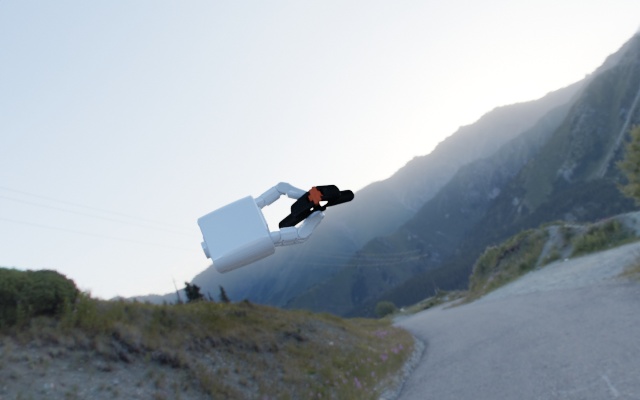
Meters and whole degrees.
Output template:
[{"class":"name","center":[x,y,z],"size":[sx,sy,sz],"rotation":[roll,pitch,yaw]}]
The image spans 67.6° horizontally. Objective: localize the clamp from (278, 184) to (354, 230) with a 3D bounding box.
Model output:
[{"class":"clamp","center":[0.000,0.002,0.870],"size":[0.164,0.036,0.210],"rotation":[-25,-8,-10]}]
